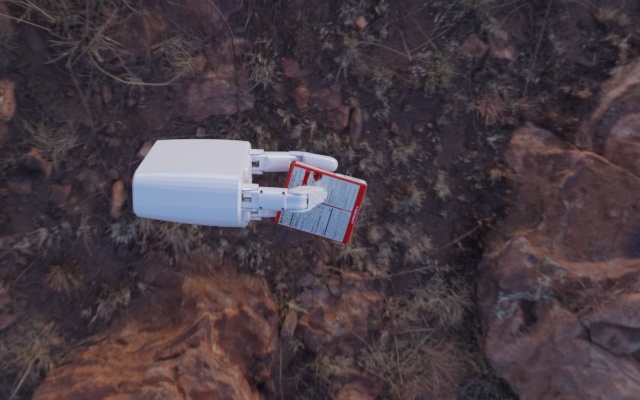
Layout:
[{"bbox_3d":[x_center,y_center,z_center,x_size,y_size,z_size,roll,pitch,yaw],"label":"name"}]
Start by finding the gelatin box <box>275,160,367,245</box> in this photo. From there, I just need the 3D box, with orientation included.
[{"bbox_3d":[0.000,0.002,0.542,0.089,0.073,0.030,16,11,-2],"label":"gelatin box"}]
